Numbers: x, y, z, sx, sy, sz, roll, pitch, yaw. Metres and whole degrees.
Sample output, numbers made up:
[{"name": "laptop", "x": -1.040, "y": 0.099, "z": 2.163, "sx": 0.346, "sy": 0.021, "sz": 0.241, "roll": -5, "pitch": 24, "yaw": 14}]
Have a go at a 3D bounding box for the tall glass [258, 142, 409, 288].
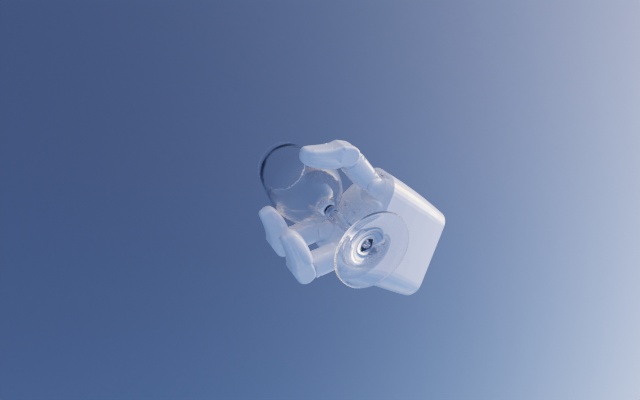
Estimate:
[{"name": "tall glass", "x": 0.000, "y": 0.002, "z": 0.481, "sx": 0.079, "sy": 0.079, "sz": 0.201, "roll": 0, "pitch": 25, "yaw": -30}]
